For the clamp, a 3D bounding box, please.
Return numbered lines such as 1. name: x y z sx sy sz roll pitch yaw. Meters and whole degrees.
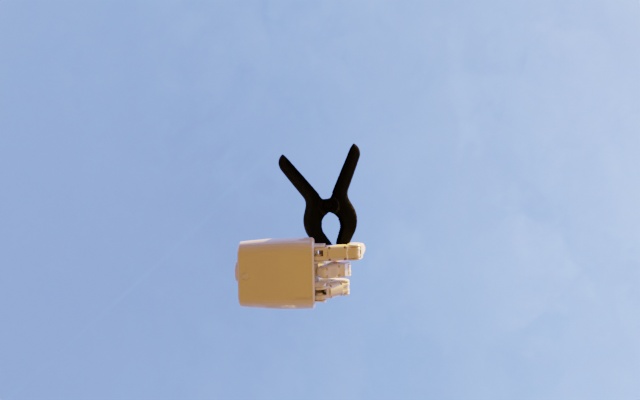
1. clamp: 0.000 0.002 0.697 0.120 0.171 0.039 -1 -4 -2
